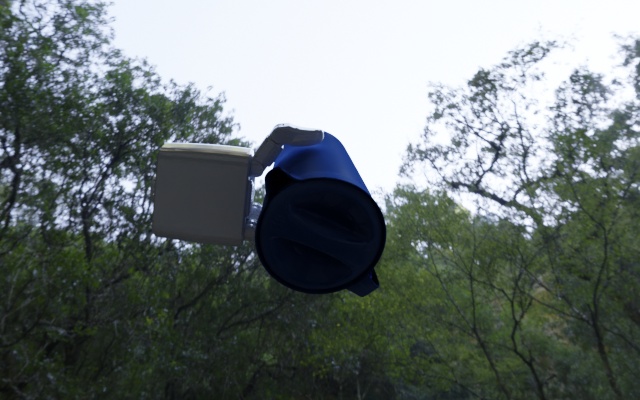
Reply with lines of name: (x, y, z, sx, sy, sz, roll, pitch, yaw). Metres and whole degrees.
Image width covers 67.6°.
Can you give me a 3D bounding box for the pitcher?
pitcher: (0.000, 0.002, 0.587, 0.145, 0.149, 0.242, 6, 23, -6)
